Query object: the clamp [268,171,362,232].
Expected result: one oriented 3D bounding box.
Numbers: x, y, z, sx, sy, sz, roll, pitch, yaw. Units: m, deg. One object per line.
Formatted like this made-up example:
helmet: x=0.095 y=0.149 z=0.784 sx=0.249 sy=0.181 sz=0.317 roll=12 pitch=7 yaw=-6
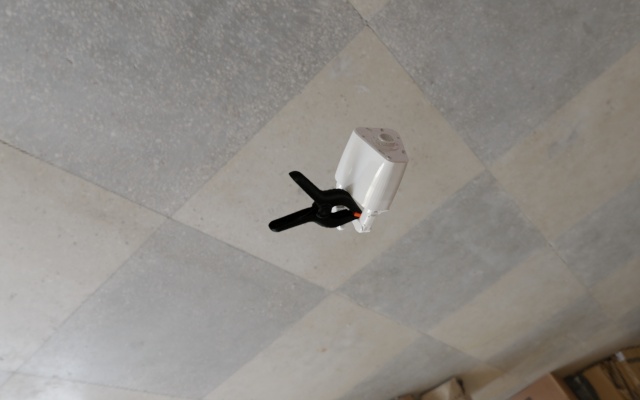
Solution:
clamp: x=0.000 y=0.003 z=0.831 sx=0.171 sy=0.120 sz=0.039 roll=-2 pitch=41 yaw=-26
